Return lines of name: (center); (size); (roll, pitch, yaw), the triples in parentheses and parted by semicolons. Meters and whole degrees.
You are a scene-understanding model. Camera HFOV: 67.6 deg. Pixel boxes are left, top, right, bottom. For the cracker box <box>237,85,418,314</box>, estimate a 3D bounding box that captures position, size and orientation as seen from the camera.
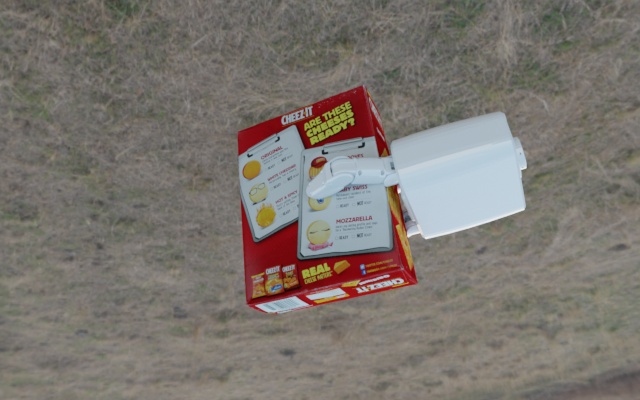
cracker box: (0.000, 0.002, 0.520); (0.164, 0.213, 0.072); (-17, -29, 17)
